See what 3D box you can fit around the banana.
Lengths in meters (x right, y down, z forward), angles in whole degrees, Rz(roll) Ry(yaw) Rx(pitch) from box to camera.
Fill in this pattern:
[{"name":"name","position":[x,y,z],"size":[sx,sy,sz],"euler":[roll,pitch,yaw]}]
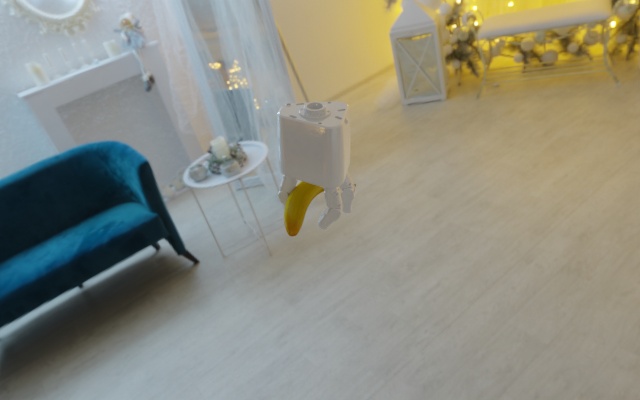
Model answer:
[{"name":"banana","position":[-0.013,-0.009,0.820],"size":[0.069,0.037,0.197],"euler":[34,43,18]}]
